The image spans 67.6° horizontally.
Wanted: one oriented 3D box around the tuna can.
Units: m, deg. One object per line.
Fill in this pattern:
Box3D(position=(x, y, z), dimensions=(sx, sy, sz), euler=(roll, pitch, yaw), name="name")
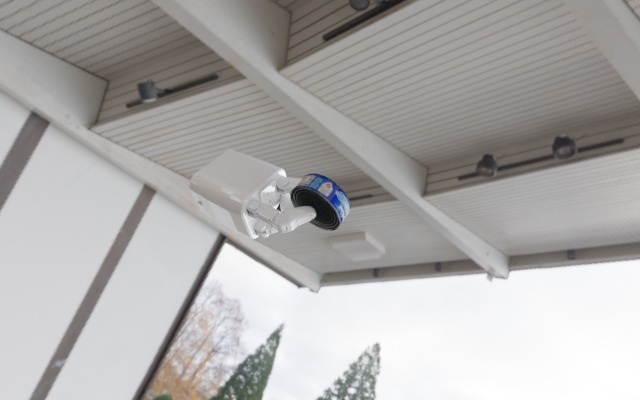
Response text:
Box3D(position=(0.000, 0.002, 0.689), dimensions=(0.086, 0.086, 0.033), euler=(0, 43, 49), name="tuna can")
